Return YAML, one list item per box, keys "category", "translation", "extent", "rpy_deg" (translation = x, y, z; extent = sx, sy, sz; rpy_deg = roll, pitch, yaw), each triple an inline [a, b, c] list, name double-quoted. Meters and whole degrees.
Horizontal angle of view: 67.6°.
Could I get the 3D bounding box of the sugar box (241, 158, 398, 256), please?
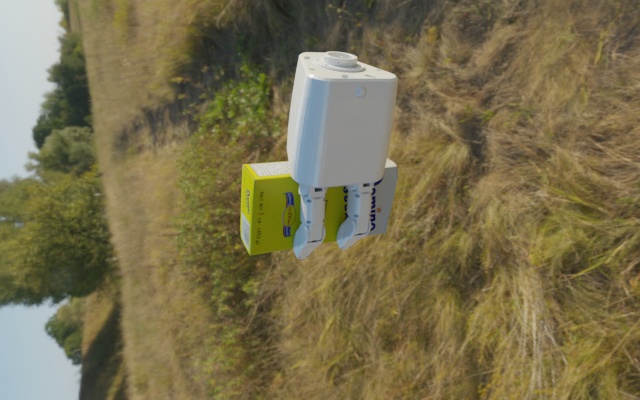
- category: "sugar box"
  translation: [0.000, 0.002, 0.537]
  extent: [0.176, 0.093, 0.048]
  rpy_deg: [-6, 30, -24]
